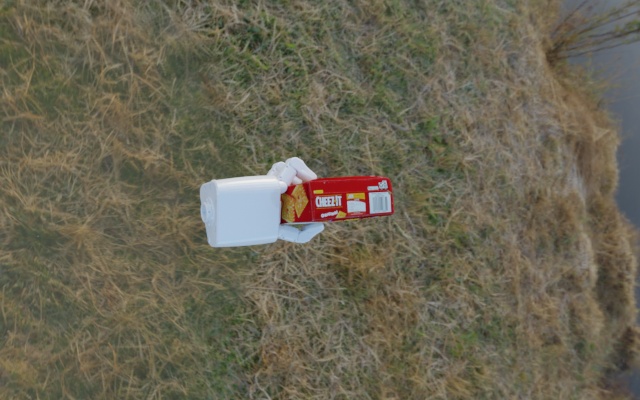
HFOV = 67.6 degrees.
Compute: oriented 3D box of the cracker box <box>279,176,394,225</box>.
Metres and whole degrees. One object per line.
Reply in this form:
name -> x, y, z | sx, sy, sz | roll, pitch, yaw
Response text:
cracker box -> 0.000, 0.003, 0.853 | 0.164, 0.072, 0.214 | -4, -2, -31
